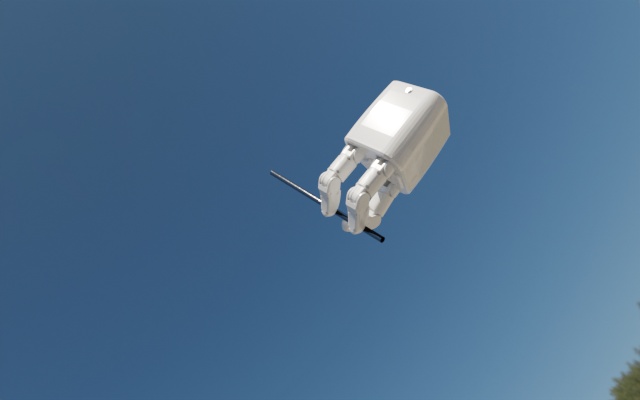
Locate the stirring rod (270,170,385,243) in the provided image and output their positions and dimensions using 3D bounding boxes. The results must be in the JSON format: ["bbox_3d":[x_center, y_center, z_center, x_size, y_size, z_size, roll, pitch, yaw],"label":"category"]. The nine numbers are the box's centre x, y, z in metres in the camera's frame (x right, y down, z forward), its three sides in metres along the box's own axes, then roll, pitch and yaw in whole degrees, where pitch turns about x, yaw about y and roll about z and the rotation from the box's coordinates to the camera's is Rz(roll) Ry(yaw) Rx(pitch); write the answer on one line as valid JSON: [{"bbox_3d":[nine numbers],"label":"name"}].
[{"bbox_3d":[0.000,0.002,0.660,0.011,0.011,0.239,0,22,-43],"label":"stirring rod"}]
